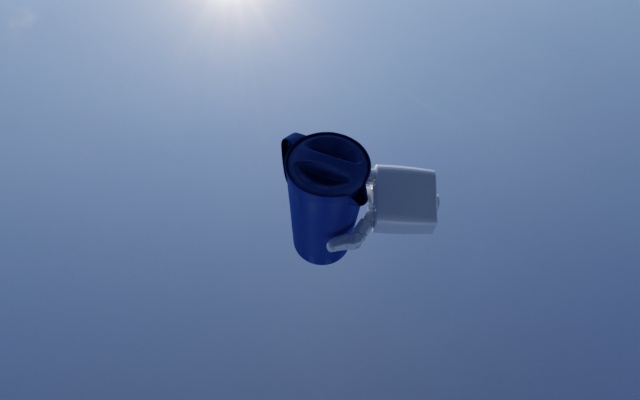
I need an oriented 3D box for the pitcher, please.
[{"bbox_3d":[0.000,0.003,0.826,0.145,0.149,0.243,3,-36,-1],"label":"pitcher"}]
